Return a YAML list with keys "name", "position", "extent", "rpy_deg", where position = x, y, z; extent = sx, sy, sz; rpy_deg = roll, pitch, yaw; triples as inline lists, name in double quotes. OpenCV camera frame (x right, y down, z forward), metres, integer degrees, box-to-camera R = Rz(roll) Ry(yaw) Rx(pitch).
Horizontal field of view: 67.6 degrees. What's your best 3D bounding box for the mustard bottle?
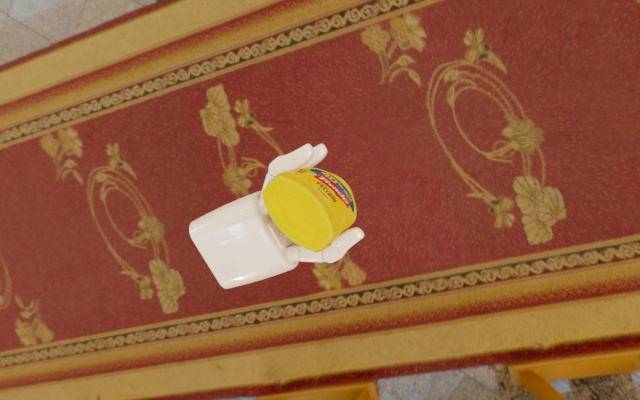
- name: "mustard bottle"
  position: [0.000, 0.002, 0.605]
  extent: [0.058, 0.096, 0.191]
  rpy_deg: [-46, -6, 17]
